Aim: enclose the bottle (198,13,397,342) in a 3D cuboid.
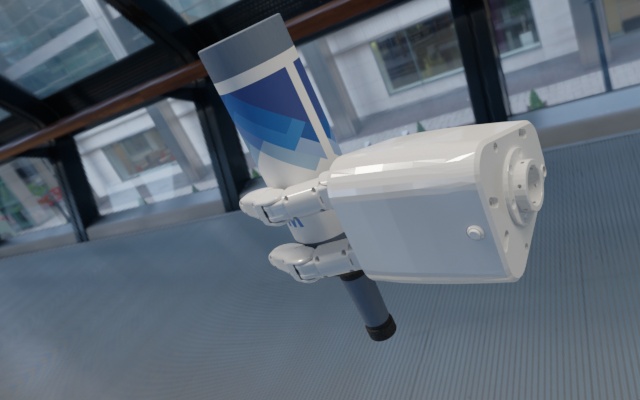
[{"bbox_3d":[0.000,0.001,0.401,0.069,0.296,0.069,-22,22,9],"label":"bottle"}]
